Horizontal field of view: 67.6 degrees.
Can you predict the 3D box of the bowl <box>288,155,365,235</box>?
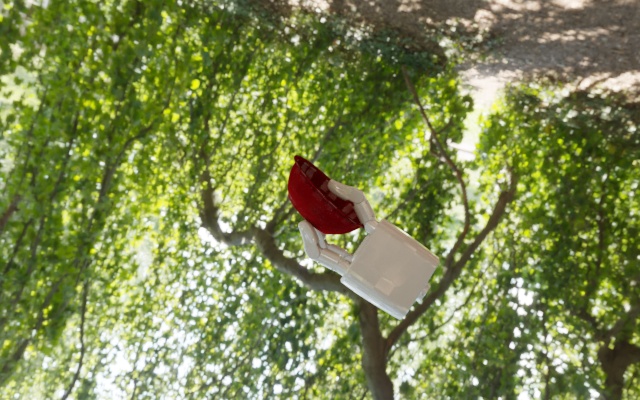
[{"bbox_3d":[-0.001,0.002,0.757,0.055,0.162,0.162,-45,-11,11],"label":"bowl"}]
